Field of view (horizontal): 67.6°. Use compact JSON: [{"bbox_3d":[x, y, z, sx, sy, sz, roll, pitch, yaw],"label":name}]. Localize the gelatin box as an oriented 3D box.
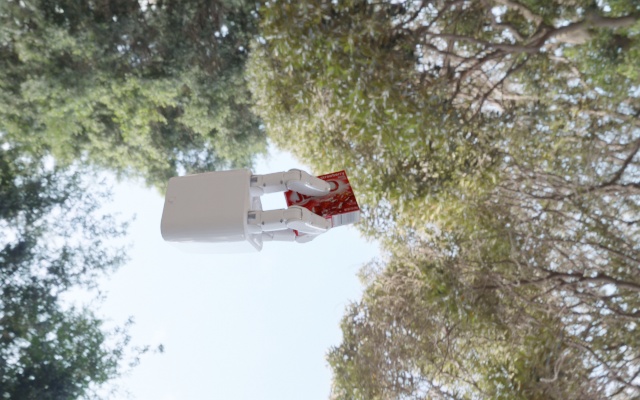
[{"bbox_3d":[0.000,0.002,0.628,0.089,0.073,0.030,-12,-40,-7],"label":"gelatin box"}]
